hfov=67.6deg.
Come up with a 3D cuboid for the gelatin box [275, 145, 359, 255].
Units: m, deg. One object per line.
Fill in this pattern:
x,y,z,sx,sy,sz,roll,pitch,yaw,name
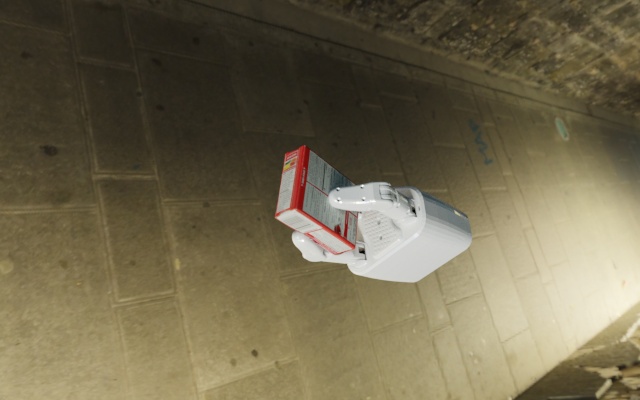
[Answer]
0.000,0.001,0.460,0.030,0.073,0.089,-21,-42,36,gelatin box
